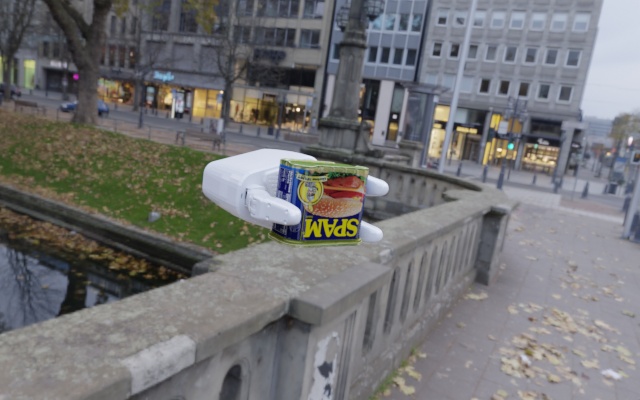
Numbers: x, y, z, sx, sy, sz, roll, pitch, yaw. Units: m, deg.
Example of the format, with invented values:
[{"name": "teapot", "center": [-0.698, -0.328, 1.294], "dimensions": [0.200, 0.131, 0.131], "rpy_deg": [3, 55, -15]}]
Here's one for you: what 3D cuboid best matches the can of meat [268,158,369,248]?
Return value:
[{"name": "can of meat", "center": [0.000, 0.001, 0.508], "dimensions": [0.102, 0.084, 0.057], "rpy_deg": [1, 11, -34]}]
